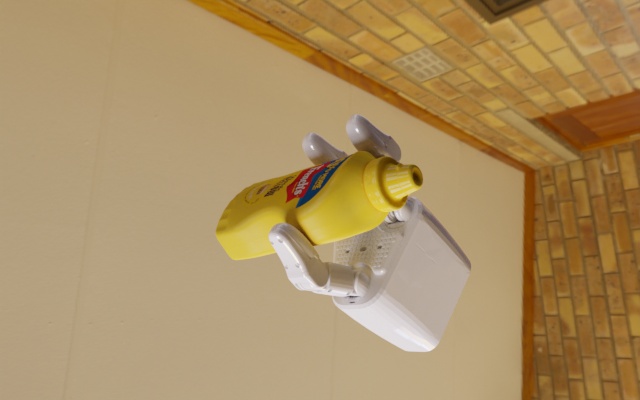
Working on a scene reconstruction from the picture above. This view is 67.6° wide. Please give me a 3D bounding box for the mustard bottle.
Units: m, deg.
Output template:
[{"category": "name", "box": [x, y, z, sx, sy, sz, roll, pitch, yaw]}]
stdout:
[{"category": "mustard bottle", "box": [0.000, 0.001, 0.402, 0.191, 0.058, 0.096, -14, 23, 42]}]
